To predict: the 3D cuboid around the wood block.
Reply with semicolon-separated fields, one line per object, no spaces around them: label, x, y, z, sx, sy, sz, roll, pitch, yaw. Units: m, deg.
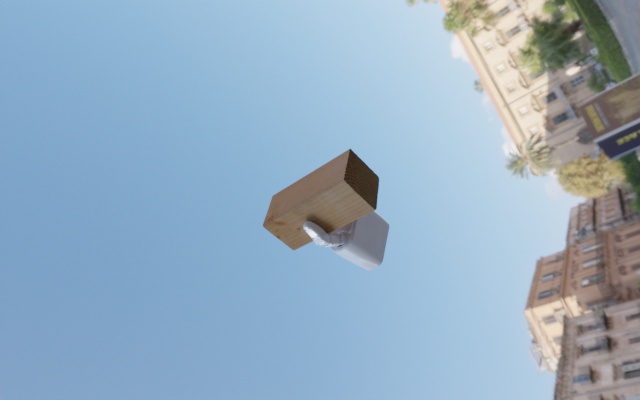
wood block;0.000;0.003;0.899;0.206;0.090;0.090;-29;-58;33
